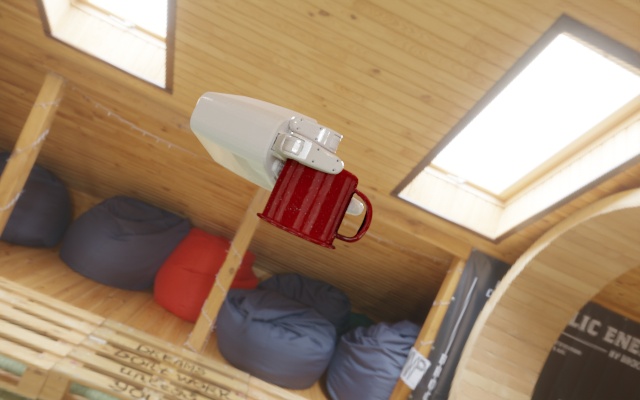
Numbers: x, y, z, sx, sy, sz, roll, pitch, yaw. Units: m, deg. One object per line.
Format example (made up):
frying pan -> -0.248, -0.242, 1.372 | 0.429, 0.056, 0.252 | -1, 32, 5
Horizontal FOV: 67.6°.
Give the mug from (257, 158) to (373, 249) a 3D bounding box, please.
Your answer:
mug -> 0.001, 0.002, 0.511 | 0.117, 0.081, 0.093 | 24, -1, 18
